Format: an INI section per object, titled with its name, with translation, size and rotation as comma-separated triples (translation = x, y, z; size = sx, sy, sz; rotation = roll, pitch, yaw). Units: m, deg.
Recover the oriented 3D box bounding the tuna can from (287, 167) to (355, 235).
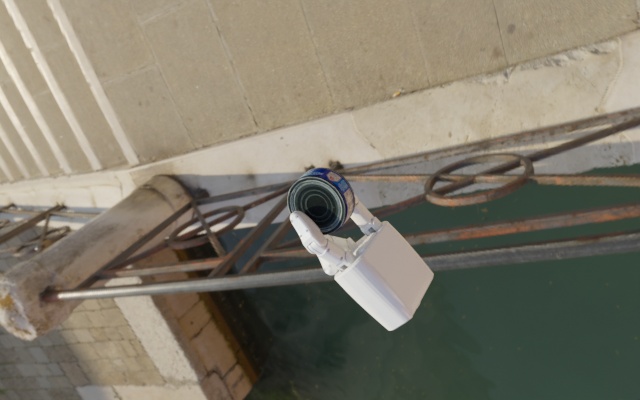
[tuna can]
translation = 0.000, 0.002, 0.628
size = 0.086, 0.086, 0.033
rotation = 0, 22, 25
